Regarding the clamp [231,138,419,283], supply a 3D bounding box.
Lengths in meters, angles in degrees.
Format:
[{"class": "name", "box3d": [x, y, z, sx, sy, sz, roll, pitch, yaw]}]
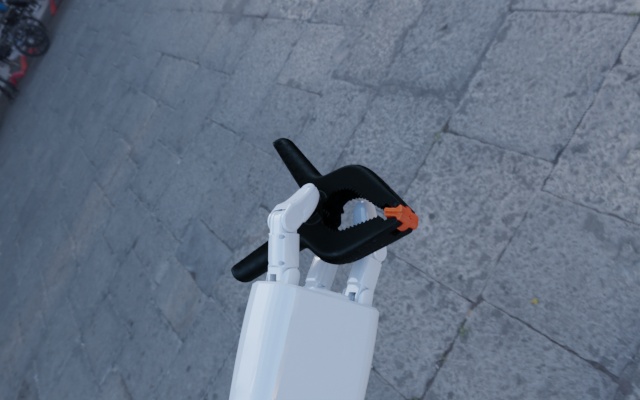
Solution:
[{"class": "clamp", "box3d": [0.000, 0.001, 0.463, 0.210, 0.164, 0.036, -6, -24, 42]}]
